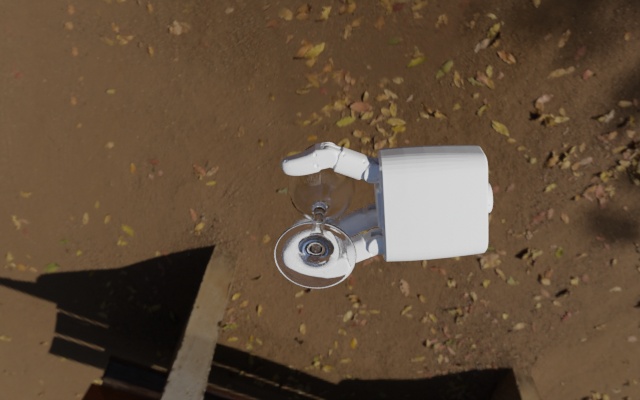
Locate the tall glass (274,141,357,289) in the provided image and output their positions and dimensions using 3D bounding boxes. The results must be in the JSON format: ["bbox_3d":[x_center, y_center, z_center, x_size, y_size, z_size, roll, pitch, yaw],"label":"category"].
[{"bbox_3d":[0.000,0.002,0.514,0.079,0.079,0.201,0,29,3],"label":"tall glass"}]
